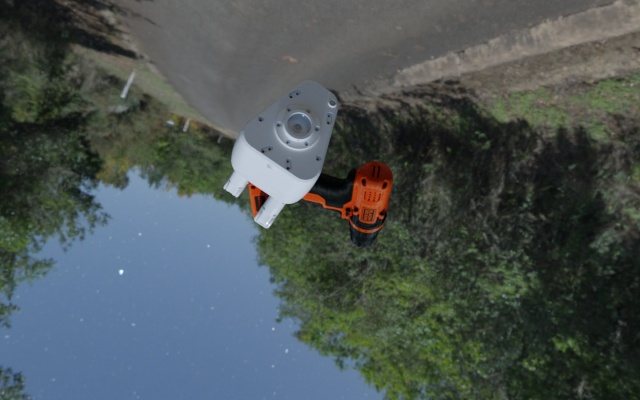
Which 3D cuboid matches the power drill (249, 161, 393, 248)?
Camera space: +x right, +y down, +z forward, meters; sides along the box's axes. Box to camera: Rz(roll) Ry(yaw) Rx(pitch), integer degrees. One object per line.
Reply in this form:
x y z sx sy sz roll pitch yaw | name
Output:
0.000 0.002 0.664 0.187 0.057 0.185 8 -34 3 | power drill
